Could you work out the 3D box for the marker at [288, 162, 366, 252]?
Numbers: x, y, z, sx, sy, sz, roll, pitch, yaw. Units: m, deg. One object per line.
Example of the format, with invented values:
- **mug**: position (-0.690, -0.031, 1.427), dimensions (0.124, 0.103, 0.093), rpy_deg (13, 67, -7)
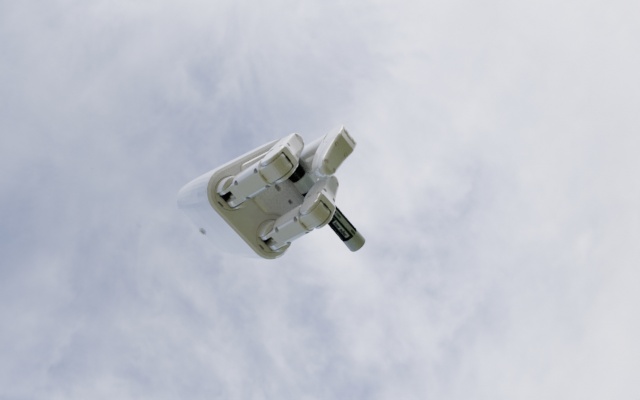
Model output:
- **marker**: position (0.000, 0.001, 0.450), dimensions (0.020, 0.121, 0.020), rpy_deg (-35, 21, 16)
